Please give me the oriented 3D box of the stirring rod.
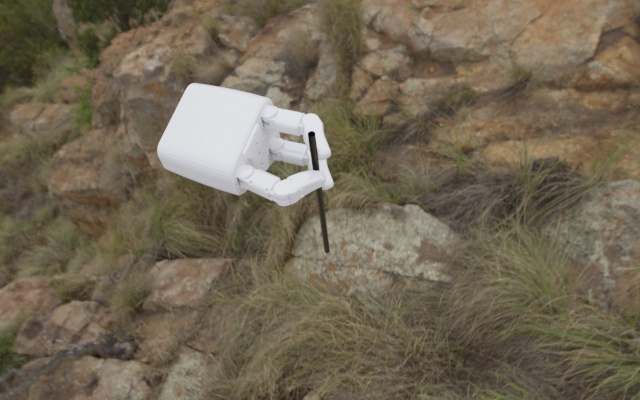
[{"bbox_3d":[0.000,0.002,0.584,0.011,0.011,0.240,0,-35,5],"label":"stirring rod"}]
